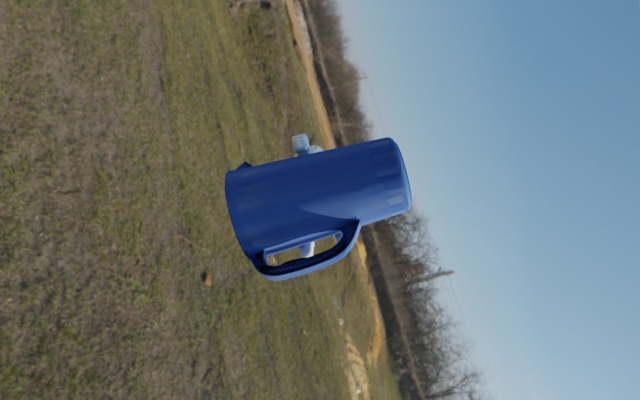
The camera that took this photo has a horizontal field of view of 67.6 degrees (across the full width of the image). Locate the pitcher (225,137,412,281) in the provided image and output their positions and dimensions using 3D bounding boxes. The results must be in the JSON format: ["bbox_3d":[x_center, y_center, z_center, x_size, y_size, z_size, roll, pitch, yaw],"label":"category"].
[{"bbox_3d":[0.000,0.002,0.667,0.243,0.149,0.145,-15,16,4],"label":"pitcher"}]
